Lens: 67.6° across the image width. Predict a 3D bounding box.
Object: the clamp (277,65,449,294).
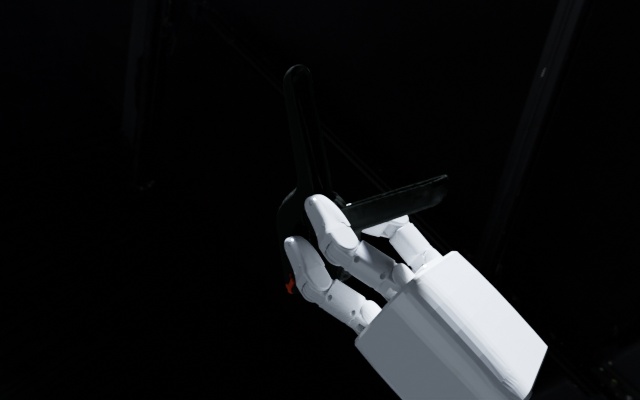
[{"bbox_3d":[0.001,0.002,0.417,0.036,0.164,0.210,-22,-28,-40],"label":"clamp"}]
